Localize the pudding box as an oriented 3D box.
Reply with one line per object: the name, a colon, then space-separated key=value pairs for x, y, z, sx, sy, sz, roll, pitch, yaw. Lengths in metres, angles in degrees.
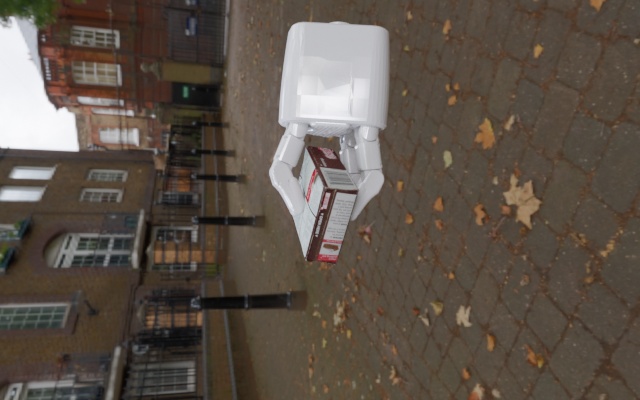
pudding box: x=0.000 y=0.002 z=0.523 sx=0.039 sy=0.090 sz=0.113 roll=7 pitch=25 yaw=-15
